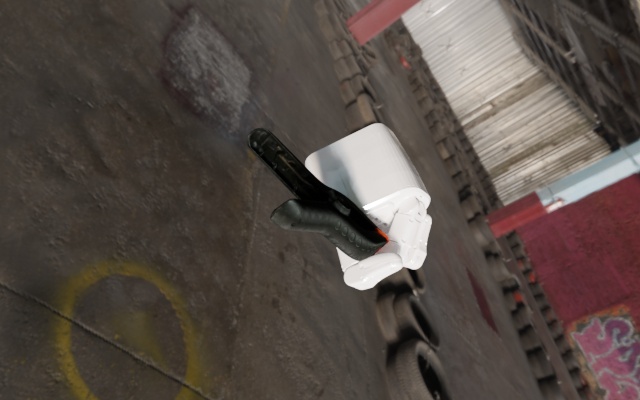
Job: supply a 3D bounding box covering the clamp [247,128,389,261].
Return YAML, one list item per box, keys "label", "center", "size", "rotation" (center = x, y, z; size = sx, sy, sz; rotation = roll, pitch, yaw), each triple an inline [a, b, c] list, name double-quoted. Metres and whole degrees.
- label: "clamp"
  center: [0.001, 0.001, 0.437]
  size: [0.039, 0.120, 0.171]
  rotation: [-36, -39, 18]
